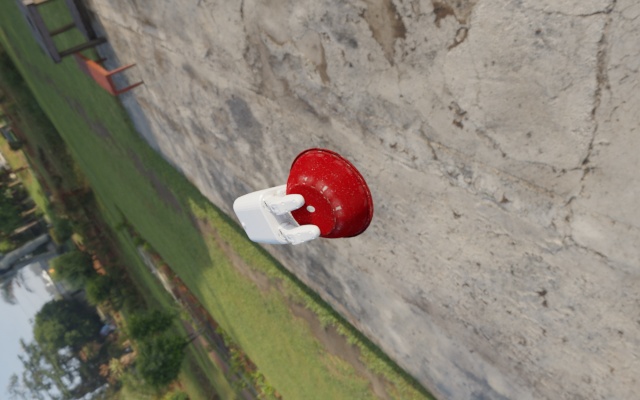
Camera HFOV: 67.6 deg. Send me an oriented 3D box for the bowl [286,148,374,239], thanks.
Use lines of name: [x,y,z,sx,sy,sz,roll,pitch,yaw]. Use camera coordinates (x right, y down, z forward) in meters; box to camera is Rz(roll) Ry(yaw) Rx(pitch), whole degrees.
bowl: [0.001,0.002,0.742,0.162,0.162,0.055,0,28,41]
